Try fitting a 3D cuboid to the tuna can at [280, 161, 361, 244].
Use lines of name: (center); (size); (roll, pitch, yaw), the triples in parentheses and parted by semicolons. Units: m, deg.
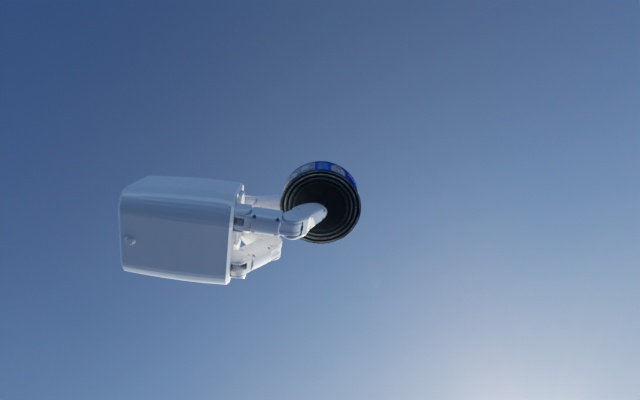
tuna can: (0.000, 0.001, 0.516); (0.086, 0.086, 0.033); (0, 24, 0)
